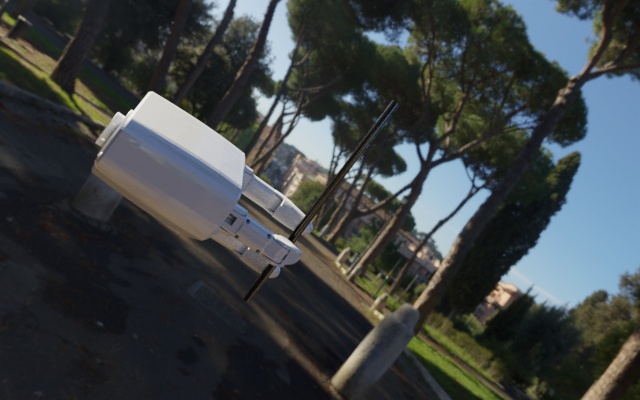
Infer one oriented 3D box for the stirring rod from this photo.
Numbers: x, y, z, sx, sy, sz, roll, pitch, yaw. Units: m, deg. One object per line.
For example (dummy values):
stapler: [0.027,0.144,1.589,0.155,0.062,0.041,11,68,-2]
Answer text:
stirring rod: [0.000,0.002,0.463,0.011,0.239,0.011,37,1,-1]
